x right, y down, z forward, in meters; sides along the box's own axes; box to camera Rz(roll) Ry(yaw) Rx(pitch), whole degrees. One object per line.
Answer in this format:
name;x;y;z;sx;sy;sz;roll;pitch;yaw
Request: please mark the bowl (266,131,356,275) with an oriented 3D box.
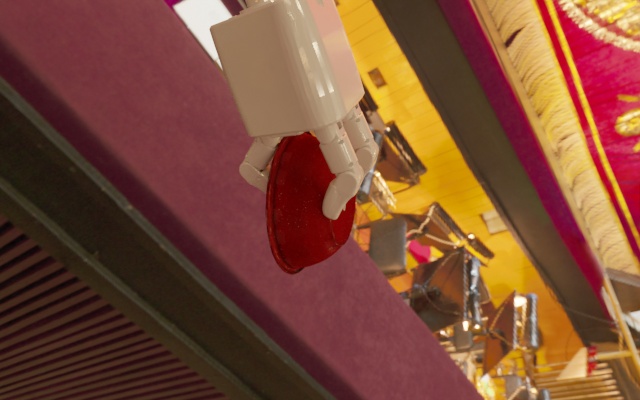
bowl;0.001;0.003;0.517;0.055;0.162;0.162;4;1;20
